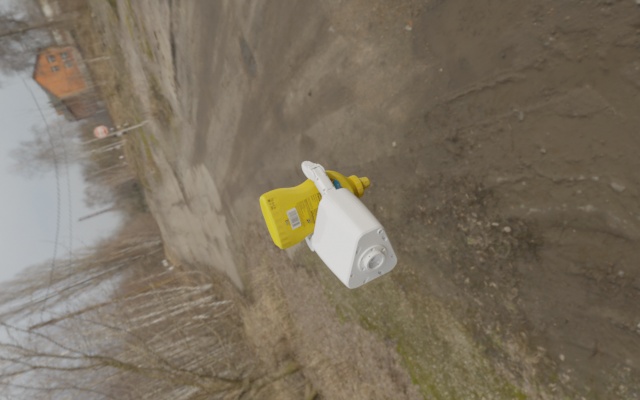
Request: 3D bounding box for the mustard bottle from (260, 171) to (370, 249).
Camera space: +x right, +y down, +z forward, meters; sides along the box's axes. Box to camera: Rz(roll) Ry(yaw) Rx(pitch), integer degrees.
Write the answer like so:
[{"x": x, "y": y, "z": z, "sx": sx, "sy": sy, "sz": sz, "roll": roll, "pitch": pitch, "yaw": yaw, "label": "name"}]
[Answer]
[{"x": 0.000, "y": 0.003, "z": 0.808, "sx": 0.191, "sy": 0.096, "sz": 0.058, "roll": -23, "pitch": 17, "yaw": -18, "label": "mustard bottle"}]
